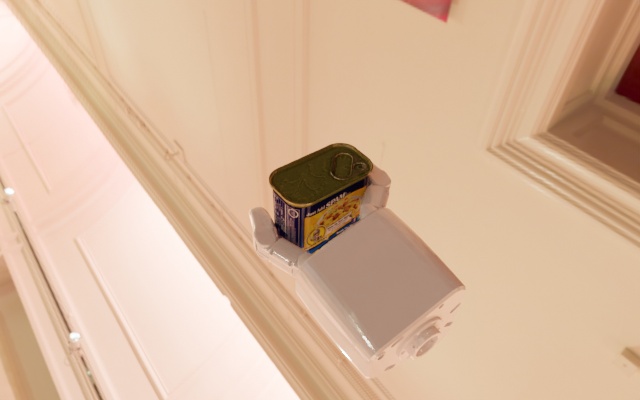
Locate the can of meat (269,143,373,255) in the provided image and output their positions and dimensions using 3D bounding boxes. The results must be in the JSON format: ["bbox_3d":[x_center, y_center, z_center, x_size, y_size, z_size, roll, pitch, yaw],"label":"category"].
[{"bbox_3d":[0.000,0.002,0.485,0.102,0.084,0.057,-27,52,-27],"label":"can of meat"}]
